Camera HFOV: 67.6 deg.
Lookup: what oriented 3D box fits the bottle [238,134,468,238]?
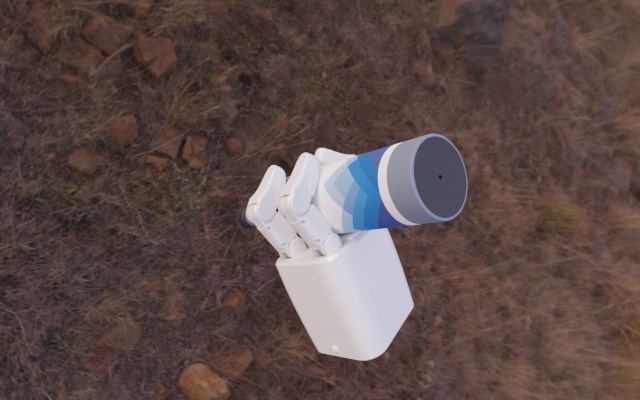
[{"bbox_3d":[0.000,0.001,0.470,0.069,0.069,0.296,0,-8,-38],"label":"bottle"}]
